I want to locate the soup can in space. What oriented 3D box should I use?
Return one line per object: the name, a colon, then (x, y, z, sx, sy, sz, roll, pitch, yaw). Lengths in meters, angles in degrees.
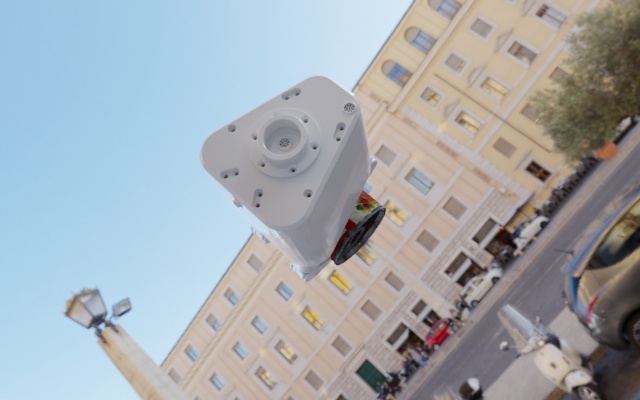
soup can: (0.000, 0.001, 0.442, 0.102, 0.068, 0.068, 40, 14, 17)
